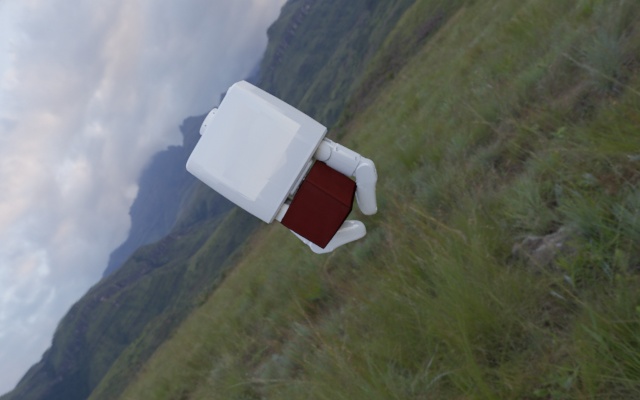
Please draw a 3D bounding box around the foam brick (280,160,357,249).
[{"bbox_3d":[0.000,0.002,0.477,0.051,0.053,0.078,32,21,-4],"label":"foam brick"}]
